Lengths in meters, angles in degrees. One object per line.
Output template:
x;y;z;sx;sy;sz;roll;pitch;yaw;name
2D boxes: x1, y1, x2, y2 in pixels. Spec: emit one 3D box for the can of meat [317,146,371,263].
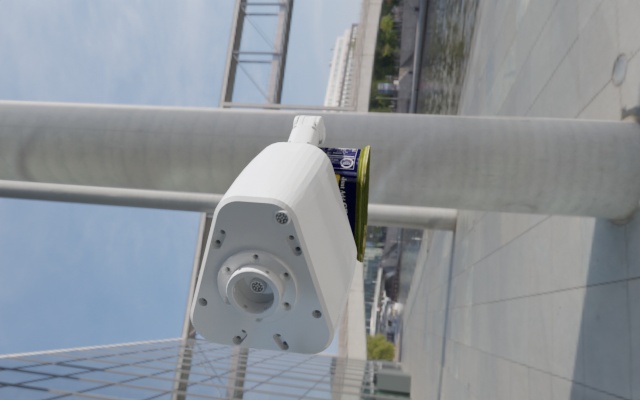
0.000;0.001;0.430;0.084;0.102;0.057;4;26;8;can of meat
